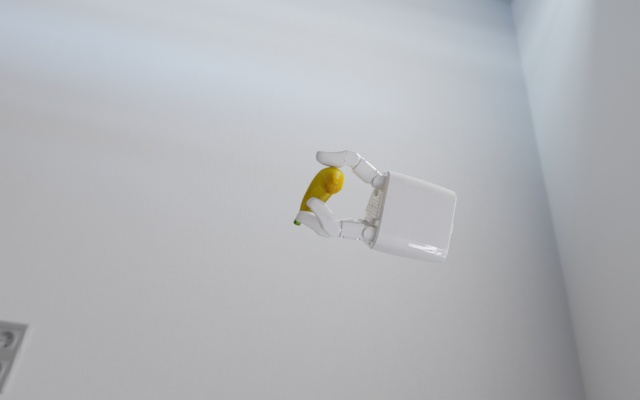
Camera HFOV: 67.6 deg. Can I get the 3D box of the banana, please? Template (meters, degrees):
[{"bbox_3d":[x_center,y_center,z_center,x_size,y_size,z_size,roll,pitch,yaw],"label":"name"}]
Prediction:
[{"bbox_3d":[0.004,-0.013,0.700,0.037,0.069,0.198,20,-21,-8],"label":"banana"}]
